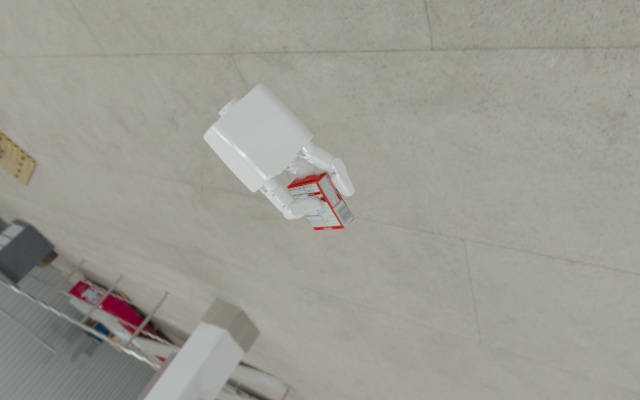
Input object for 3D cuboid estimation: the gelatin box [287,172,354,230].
[{"bbox_3d":[0.000,0.003,0.730,0.073,0.089,0.030,-8,29,51],"label":"gelatin box"}]
